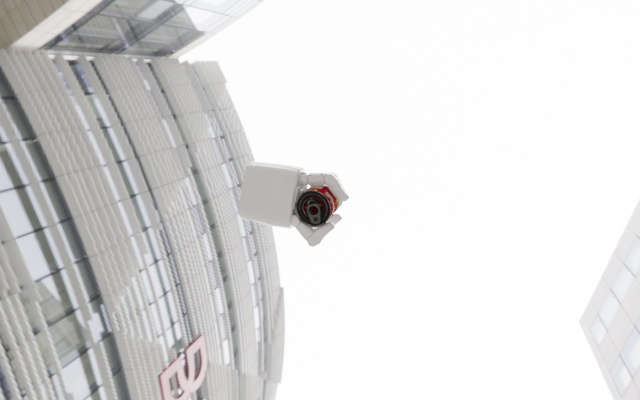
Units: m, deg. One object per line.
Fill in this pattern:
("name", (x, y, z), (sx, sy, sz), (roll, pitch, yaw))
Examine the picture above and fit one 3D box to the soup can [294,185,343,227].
("soup can", (0.001, 0.003, 0.889), (0.068, 0.068, 0.102), (0, 14, 17))
